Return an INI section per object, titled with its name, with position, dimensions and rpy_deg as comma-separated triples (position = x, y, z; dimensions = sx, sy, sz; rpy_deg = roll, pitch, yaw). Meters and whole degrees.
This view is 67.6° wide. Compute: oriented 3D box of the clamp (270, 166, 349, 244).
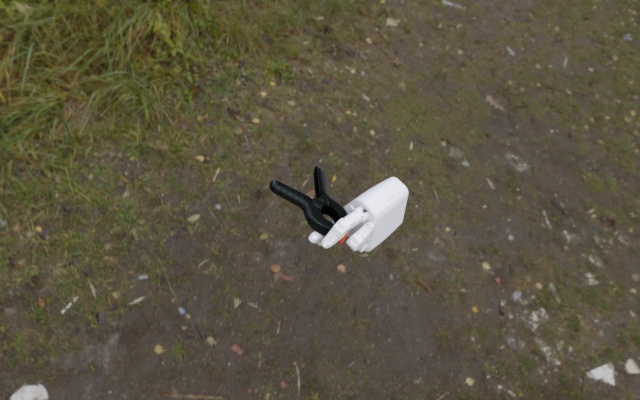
[clamp]
position = 0.000, 0.003, 0.887
dimensions = 0.120, 0.171, 0.039
rpy_deg = -33, -20, -33
